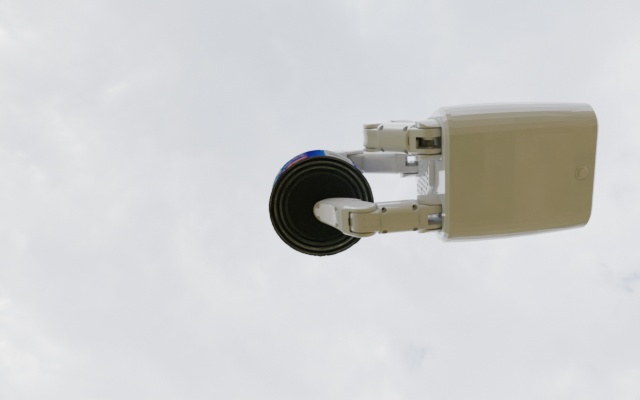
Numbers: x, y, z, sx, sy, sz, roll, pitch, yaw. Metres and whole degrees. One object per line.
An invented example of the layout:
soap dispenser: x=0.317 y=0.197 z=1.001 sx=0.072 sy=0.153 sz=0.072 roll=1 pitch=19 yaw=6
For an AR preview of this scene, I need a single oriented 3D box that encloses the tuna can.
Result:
tuna can: x=0.000 y=0.001 z=0.401 sx=0.086 sy=0.086 sz=0.033 roll=0 pitch=17 yaw=-4
